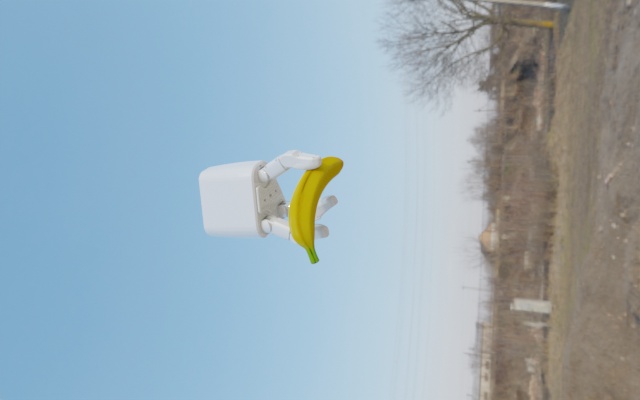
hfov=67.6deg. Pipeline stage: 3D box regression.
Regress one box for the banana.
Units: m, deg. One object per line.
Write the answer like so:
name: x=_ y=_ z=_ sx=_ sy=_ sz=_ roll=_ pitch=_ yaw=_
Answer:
banana: x=-0.008 y=-0.007 z=0.685 sx=0.037 sy=0.197 sz=0.070 roll=-7 pitch=-44 yaw=28
